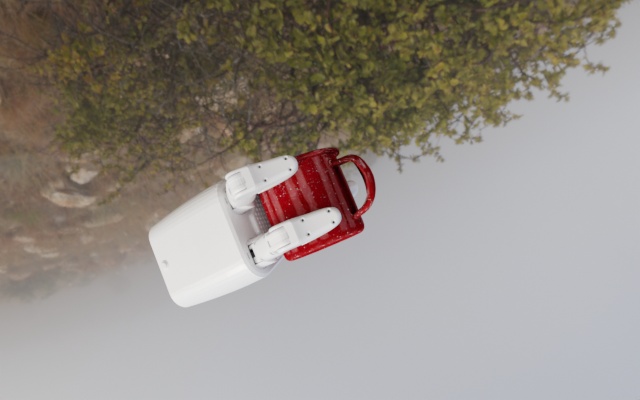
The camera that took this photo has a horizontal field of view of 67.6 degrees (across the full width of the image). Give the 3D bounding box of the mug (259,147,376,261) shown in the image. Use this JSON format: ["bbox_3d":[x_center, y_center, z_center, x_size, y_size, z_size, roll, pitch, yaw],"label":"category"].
[{"bbox_3d":[0.001,0.001,0.446,0.117,0.081,0.093,-26,-8,27],"label":"mug"}]
